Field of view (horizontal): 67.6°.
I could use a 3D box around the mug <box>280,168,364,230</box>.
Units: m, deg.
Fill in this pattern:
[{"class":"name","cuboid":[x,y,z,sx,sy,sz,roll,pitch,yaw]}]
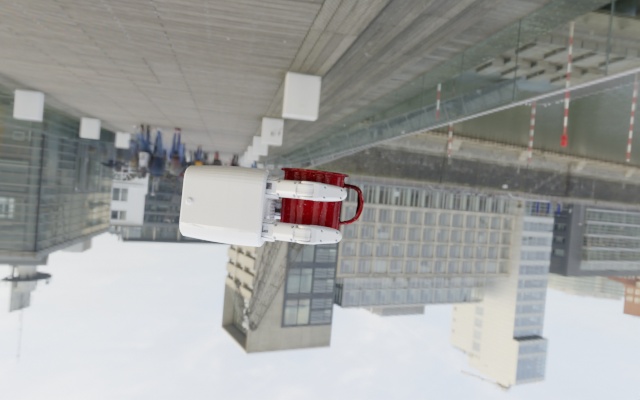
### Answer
[{"class":"mug","cuboid":[0.002,0.002,0.651,0.117,0.081,0.093,6,1,6]}]
